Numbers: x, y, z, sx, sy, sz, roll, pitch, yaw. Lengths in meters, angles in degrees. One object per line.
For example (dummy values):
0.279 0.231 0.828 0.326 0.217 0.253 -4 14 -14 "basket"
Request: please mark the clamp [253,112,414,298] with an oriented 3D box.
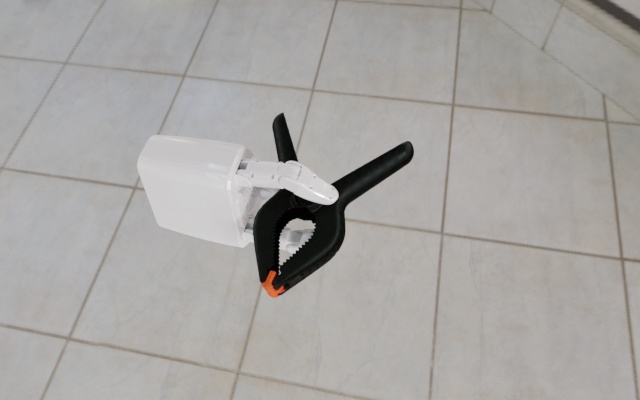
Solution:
0.000 0.002 0.489 0.164 0.210 0.036 9 -28 16 "clamp"
